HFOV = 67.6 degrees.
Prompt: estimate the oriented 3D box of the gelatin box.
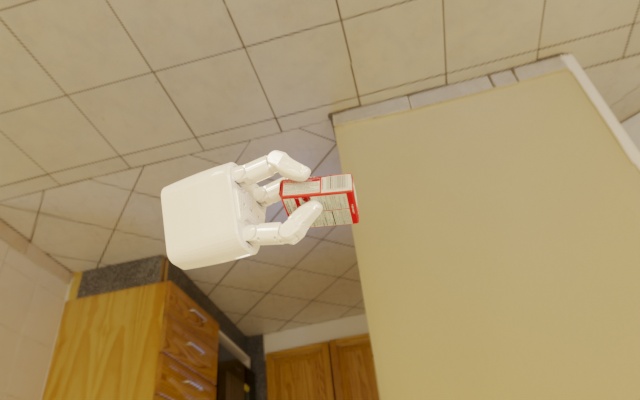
[{"bbox_3d":[0.000,0.002,0.590,0.089,0.030,0.073,-5,-35,8],"label":"gelatin box"}]
